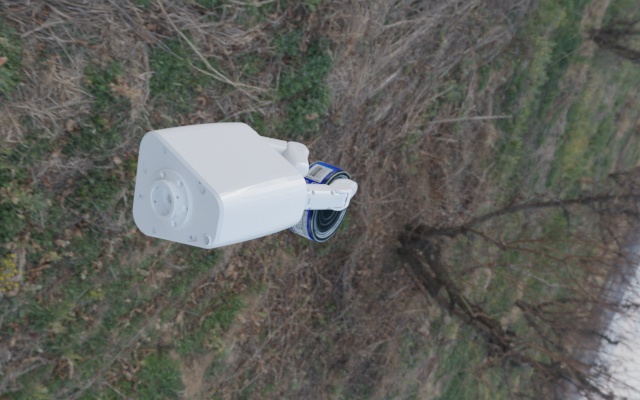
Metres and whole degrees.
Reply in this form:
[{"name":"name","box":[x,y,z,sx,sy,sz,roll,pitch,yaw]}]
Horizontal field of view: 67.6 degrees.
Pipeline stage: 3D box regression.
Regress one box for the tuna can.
[{"name":"tuna can","box":[0.001,0.002,0.530,0.033,0.086,0.086,22,10,27]}]
